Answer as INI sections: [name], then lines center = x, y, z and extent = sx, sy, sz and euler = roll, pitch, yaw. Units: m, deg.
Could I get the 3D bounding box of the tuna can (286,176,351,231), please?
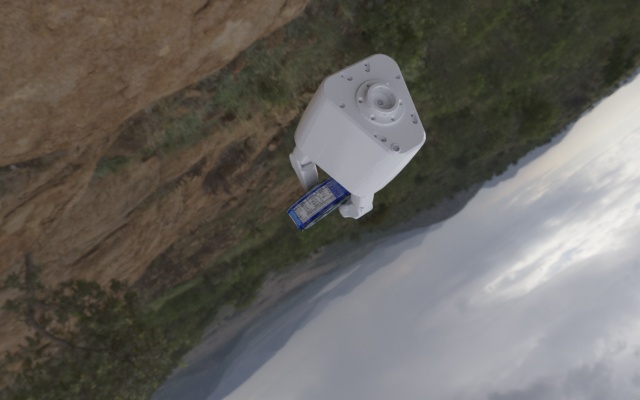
[tuna can]
center = 0.000, 0.002, 0.608
extent = 0.086, 0.034, 0.086
euler = -36, -4, -3
